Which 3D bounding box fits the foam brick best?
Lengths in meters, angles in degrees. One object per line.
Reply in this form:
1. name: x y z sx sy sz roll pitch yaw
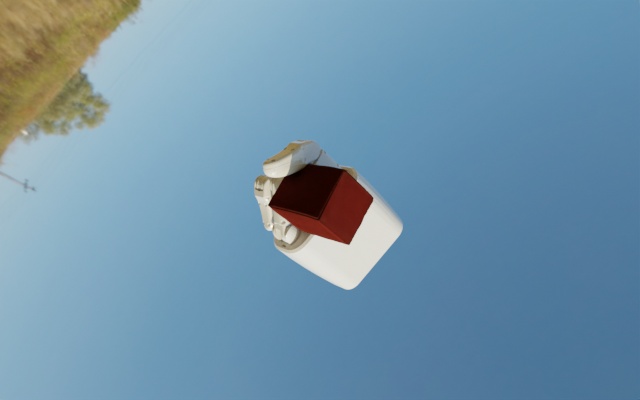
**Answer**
1. foam brick: 0.000 0.002 0.451 0.078 0.053 0.051 13 -22 49
